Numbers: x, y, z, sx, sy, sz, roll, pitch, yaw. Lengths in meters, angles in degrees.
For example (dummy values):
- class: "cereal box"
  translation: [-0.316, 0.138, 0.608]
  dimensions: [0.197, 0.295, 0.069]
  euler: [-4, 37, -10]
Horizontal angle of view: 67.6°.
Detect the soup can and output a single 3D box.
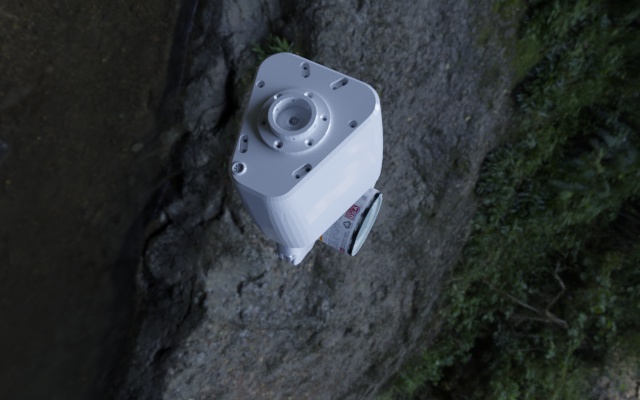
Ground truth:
- class: "soup can"
  translation: [0.000, 0.002, 0.459]
  dimensions: [0.102, 0.068, 0.068]
  euler: [26, 6, 14]
